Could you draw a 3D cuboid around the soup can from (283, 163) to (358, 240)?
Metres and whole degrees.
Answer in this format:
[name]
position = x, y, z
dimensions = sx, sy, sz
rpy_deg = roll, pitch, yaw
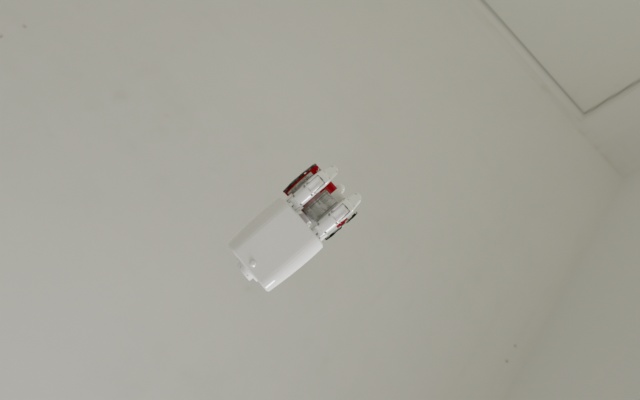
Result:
[soup can]
position = 0.001, 0.002, 0.740
dimensions = 0.068, 0.102, 0.068
rpy_deg = -41, -1, -1
